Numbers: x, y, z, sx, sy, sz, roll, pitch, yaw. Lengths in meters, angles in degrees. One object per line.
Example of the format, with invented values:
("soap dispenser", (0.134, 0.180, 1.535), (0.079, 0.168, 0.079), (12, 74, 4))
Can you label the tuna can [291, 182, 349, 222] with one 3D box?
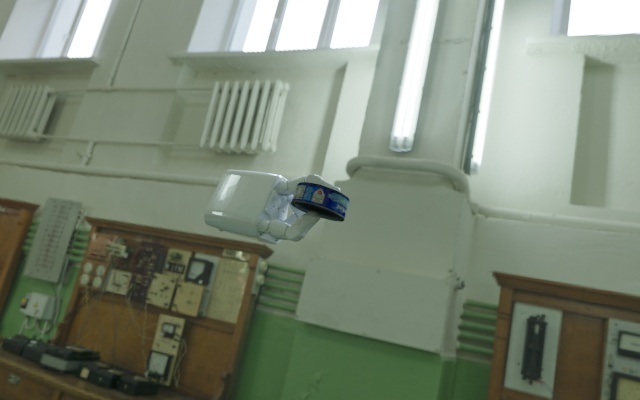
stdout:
("tuna can", (0.000, 0.002, 0.727), (0.086, 0.033, 0.086), (17, -11, 4))
